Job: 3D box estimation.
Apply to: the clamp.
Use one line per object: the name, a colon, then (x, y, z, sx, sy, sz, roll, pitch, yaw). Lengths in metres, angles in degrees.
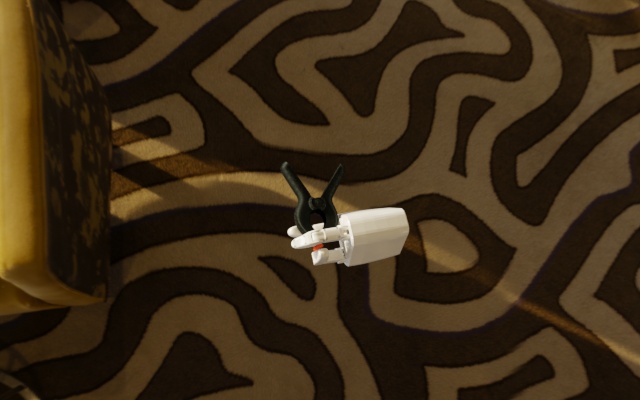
clamp: (0.000, 0.003, 0.866, 0.120, 0.171, 0.039, -9, -15, -10)
